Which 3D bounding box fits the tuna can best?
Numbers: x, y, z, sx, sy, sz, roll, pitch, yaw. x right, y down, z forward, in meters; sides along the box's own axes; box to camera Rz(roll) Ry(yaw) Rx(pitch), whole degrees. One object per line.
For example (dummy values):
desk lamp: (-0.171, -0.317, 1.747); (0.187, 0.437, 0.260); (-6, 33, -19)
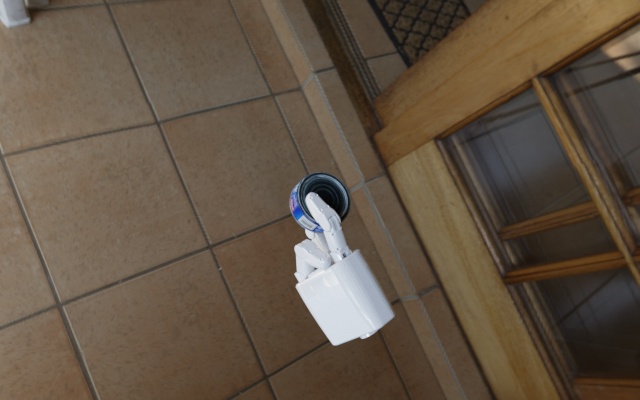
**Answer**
tuna can: (0.000, 0.002, 0.698); (0.086, 0.086, 0.034); (0, -21, -24)
